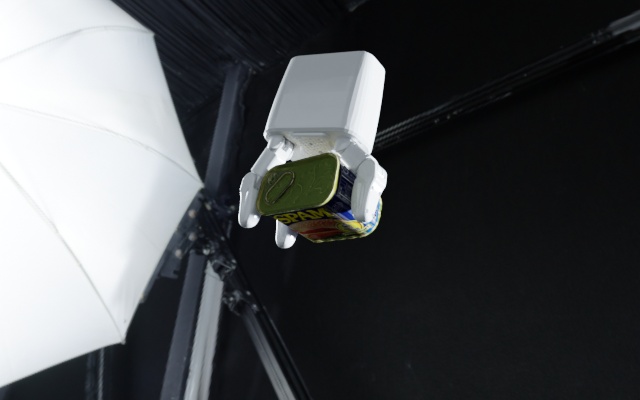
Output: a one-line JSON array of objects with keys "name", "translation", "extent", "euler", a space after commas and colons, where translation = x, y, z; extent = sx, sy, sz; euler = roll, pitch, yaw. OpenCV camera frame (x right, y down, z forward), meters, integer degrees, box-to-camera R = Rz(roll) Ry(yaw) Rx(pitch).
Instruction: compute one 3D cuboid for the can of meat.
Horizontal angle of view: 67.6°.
[{"name": "can of meat", "translation": [0.000, 0.002, 0.490], "extent": [0.102, 0.057, 0.084], "euler": [-10, -31, 38]}]
